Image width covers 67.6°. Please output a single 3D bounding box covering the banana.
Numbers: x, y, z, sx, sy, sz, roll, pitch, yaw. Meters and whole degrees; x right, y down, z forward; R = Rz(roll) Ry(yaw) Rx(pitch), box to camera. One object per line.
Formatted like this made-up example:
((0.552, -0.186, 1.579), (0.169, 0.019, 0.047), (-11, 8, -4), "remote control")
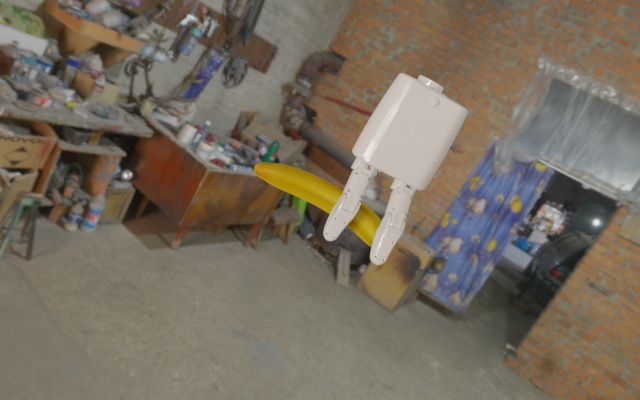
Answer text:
((0.009, 0.001, 0.607), (0.198, 0.037, 0.069), (33, 18, 11), "banana")
